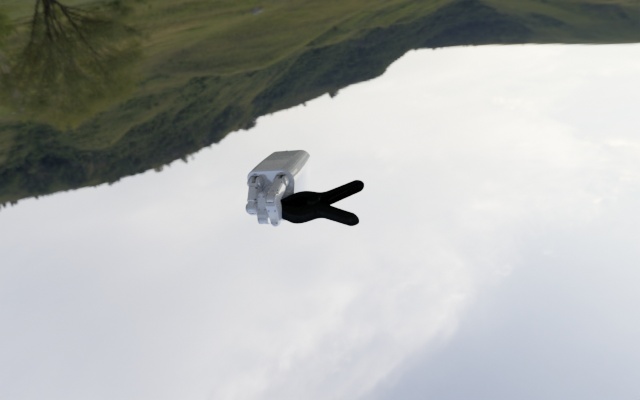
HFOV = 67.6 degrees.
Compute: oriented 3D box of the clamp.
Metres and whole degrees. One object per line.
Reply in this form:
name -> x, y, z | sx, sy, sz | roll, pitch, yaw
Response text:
clamp -> 0.000, 0.003, 0.866 | 0.171, 0.039, 0.120 | 2, 31, 20
